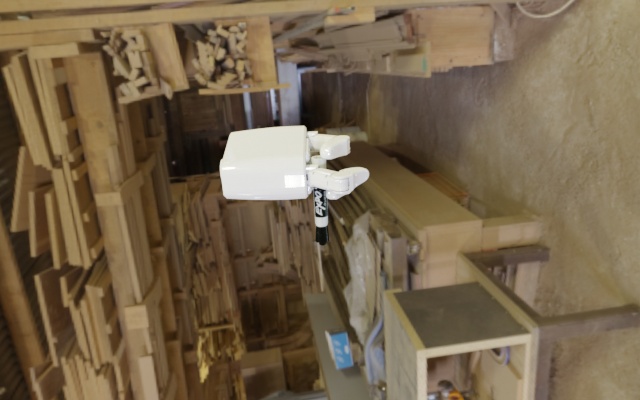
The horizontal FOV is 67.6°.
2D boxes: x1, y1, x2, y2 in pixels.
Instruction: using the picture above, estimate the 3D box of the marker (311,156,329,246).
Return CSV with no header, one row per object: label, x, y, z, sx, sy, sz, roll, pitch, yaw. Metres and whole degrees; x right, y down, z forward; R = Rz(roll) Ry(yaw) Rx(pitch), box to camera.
marker,0.000,0.002,0.624,0.020,0.121,0.020,-2,19,1
